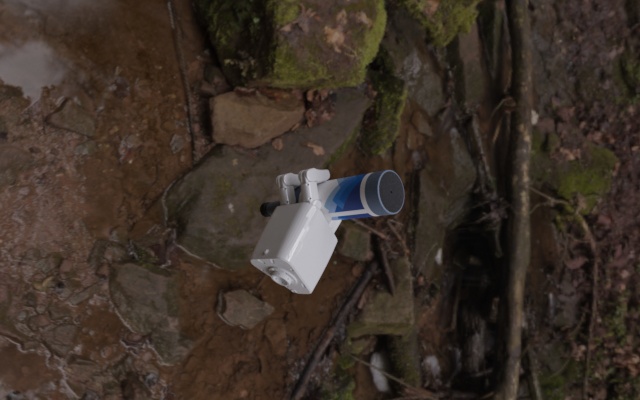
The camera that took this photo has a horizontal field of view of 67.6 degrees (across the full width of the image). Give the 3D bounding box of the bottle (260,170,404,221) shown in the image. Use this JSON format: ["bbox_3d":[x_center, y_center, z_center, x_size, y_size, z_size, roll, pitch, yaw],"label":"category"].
[{"bbox_3d":[0.000,0.003,0.806,0.296,0.069,0.069,-8,-6,44],"label":"bottle"}]
